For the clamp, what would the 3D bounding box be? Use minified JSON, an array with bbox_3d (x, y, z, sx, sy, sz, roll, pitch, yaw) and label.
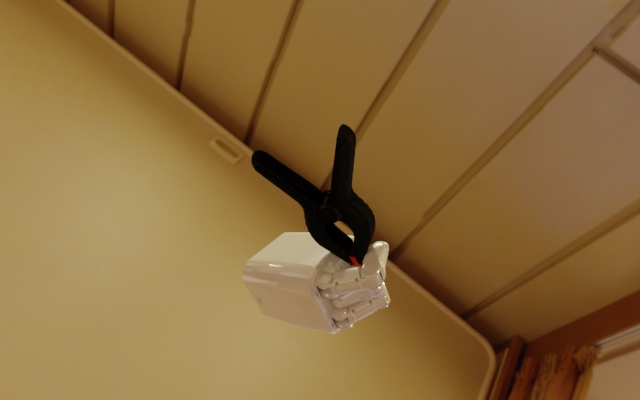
[{"bbox_3d":[0.000,0.001,0.516,0.120,0.171,0.039,0,34,31],"label":"clamp"}]
